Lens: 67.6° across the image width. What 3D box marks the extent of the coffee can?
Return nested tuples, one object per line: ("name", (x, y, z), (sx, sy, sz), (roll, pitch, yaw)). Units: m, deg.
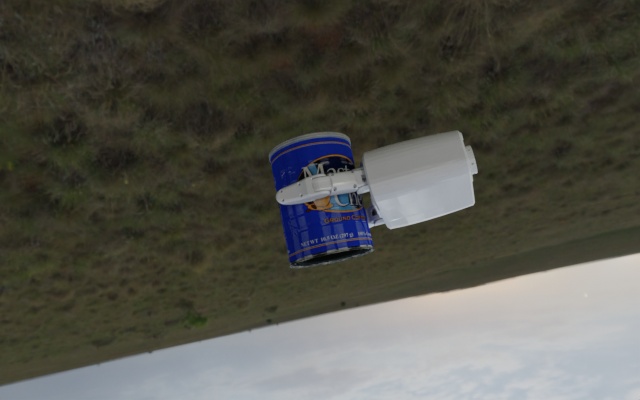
("coffee can", (0.000, 0.002, 0.576), (0.103, 0.140, 0.103), (-11, -13, -3))
